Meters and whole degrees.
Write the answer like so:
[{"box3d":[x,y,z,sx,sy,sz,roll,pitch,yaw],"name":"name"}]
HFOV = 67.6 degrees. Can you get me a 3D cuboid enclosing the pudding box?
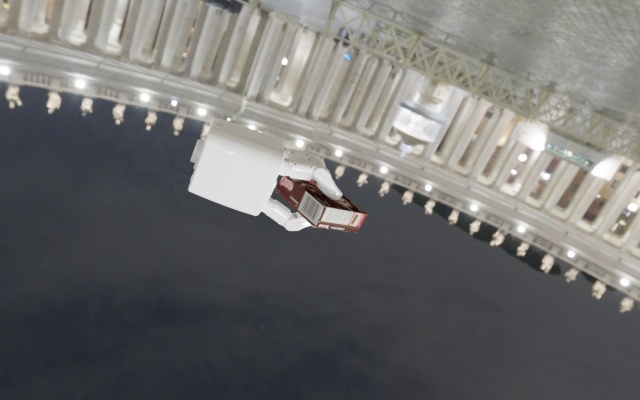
[{"box3d":[0.000,0.002,0.710,0.090,0.039,0.113,10,24,-42],"name":"pudding box"}]
